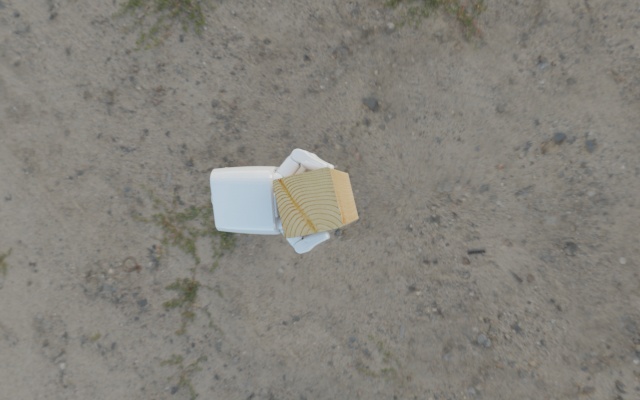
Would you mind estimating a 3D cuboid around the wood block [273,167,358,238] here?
[{"bbox_3d":[0.000,0.003,0.786,0.090,0.091,0.206,-13,-1,11],"label":"wood block"}]
